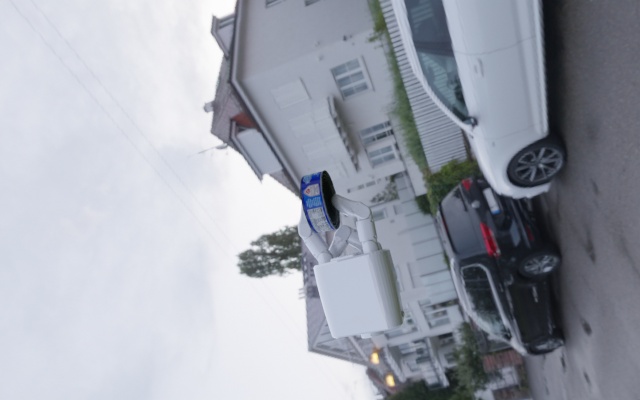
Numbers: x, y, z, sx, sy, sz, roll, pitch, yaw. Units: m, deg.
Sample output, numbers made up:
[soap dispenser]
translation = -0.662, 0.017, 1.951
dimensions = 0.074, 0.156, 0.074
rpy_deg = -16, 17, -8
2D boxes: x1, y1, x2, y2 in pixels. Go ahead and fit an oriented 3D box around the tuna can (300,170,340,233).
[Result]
[tuna can]
translation = 0.000, 0.002, 0.679
dimensions = 0.034, 0.086, 0.086
rpy_deg = -13, -3, 13
